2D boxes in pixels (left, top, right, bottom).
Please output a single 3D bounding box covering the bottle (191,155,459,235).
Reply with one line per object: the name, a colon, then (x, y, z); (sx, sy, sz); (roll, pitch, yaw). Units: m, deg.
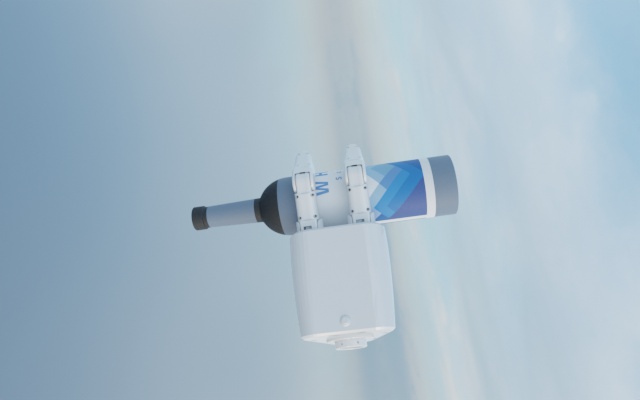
bottle: (0.000, 0.002, 0.542); (0.296, 0.069, 0.069); (-8, -1, 5)
